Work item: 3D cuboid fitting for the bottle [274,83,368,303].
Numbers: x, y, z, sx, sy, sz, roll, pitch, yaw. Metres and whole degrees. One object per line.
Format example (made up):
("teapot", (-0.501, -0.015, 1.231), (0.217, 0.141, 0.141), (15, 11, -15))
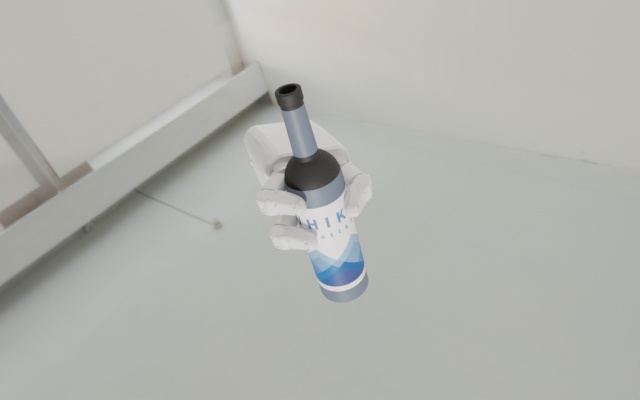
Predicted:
("bottle", (0.000, 0.002, 0.562), (0.069, 0.296, 0.069), (-10, 38, 8))
